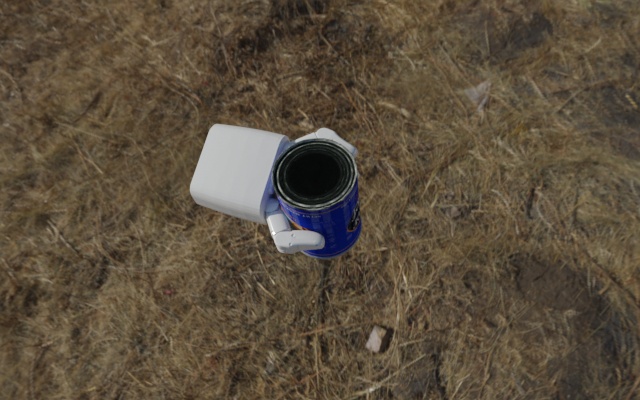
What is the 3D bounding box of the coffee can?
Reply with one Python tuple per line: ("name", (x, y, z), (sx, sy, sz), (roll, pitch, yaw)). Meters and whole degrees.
("coffee can", (0.000, 0.002, 0.620), (0.103, 0.102, 0.140), (0, -30, 7))
